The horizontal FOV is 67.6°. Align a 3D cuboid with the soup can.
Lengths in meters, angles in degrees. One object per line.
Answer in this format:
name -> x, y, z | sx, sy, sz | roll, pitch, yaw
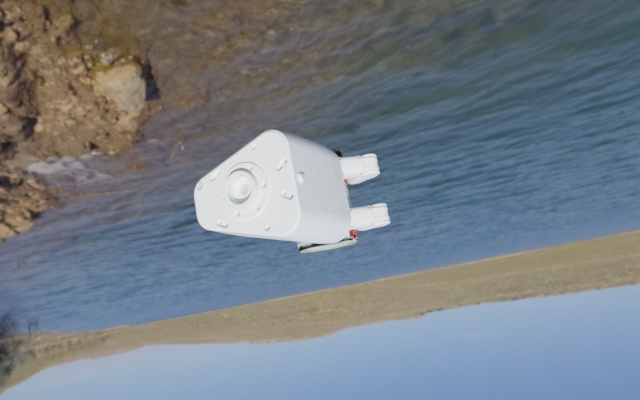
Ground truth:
soup can -> 0.000, 0.002, 0.532 | 0.068, 0.102, 0.068 | -10, -10, -2
